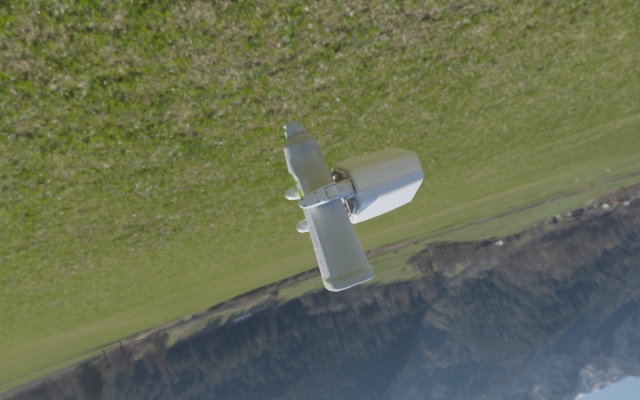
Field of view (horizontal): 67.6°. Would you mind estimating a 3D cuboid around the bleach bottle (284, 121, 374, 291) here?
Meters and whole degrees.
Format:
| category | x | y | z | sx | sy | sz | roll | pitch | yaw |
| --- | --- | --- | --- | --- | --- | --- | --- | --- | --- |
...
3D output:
| category | x | y | z | sx | sy | sz | roll | pitch | yaw |
| --- | --- | --- | --- | --- | --- | --- | --- | --- | --- |
| bleach bottle | 0.000 | 0.002 | 0.701 | 0.068 | 0.251 | 0.102 | -19 | -4 | -11 |
